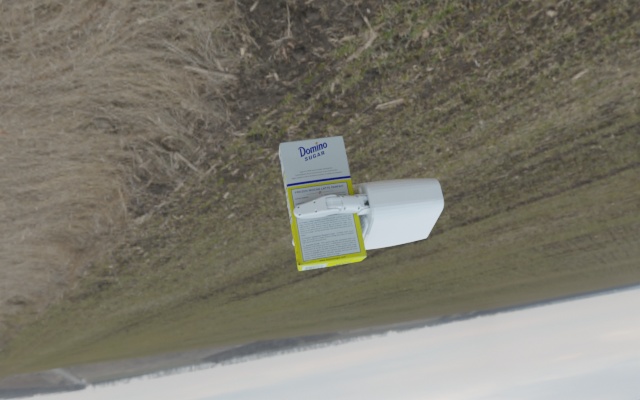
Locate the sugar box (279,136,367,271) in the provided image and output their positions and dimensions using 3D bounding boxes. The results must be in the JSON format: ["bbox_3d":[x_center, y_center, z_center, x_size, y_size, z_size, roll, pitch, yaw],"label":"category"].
[{"bbox_3d":[0.000,0.002,0.665,0.093,0.176,0.048,-7,-17,-9],"label":"sugar box"}]
